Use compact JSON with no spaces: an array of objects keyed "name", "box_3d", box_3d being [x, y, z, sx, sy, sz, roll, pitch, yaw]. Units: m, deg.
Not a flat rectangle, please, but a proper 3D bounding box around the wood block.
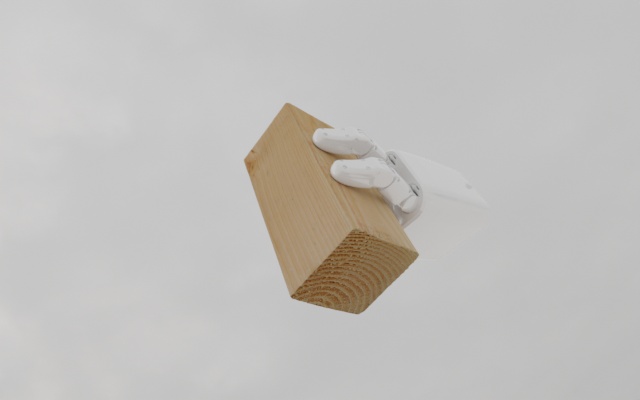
[{"name":"wood block","box_3d":[0.000,0.002,0.490,0.090,0.091,0.206,23,27,-36]}]
